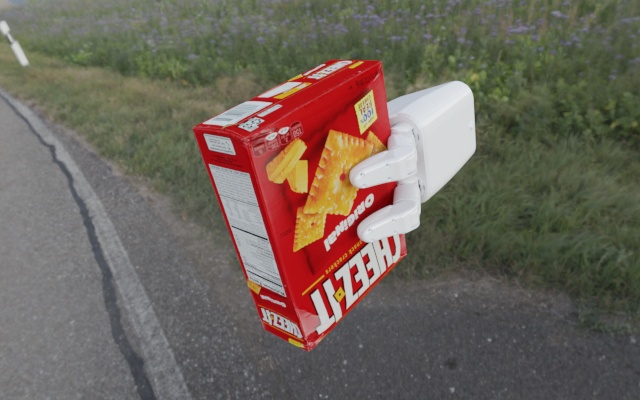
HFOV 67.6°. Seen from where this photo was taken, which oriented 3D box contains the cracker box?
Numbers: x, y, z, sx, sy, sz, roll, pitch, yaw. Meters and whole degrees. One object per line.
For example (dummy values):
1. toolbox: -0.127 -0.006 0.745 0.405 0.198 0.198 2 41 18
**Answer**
1. cracker box: 0.000 0.001 0.435 0.072 0.214 0.164 16 40 41
